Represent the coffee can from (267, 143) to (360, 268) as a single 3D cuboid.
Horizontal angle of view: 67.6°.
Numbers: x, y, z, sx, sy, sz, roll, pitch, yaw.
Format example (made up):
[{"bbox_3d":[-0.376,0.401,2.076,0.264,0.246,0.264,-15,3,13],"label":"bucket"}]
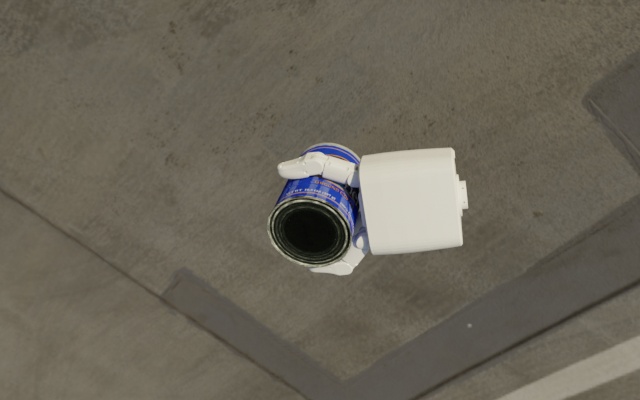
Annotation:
[{"bbox_3d":[0.000,0.002,0.613,0.103,0.103,0.140,0,32,14],"label":"coffee can"}]
